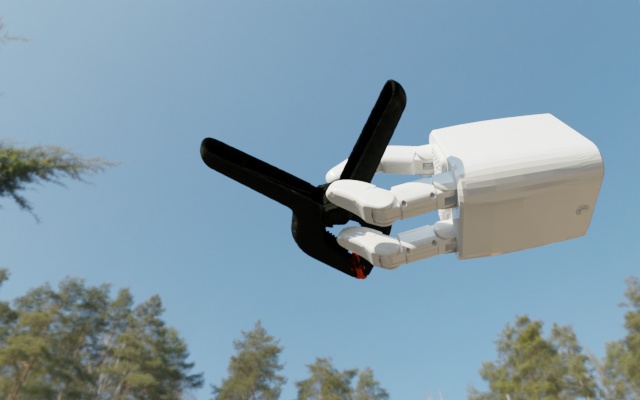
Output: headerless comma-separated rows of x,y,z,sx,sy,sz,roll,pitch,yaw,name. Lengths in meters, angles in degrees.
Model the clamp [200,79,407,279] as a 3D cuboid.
0.000,0.001,0.425,0.164,0.210,0.036,-10,44,5,clamp
